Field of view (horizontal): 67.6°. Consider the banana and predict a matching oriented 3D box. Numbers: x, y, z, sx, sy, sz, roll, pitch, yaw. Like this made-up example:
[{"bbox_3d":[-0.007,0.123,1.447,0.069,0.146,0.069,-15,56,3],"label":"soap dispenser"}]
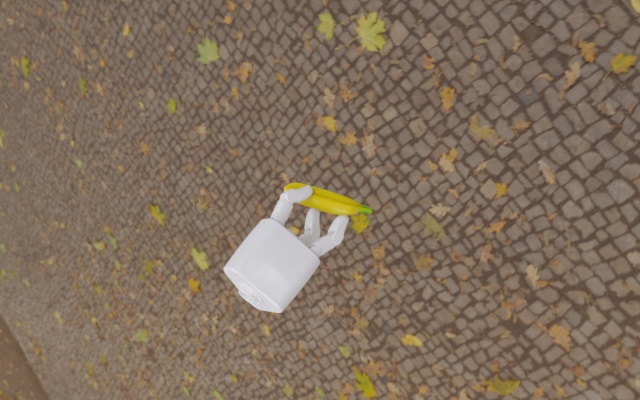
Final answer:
[{"bbox_3d":[-0.007,-0.002,0.853,0.197,0.037,0.070,17,-8,37],"label":"banana"}]
